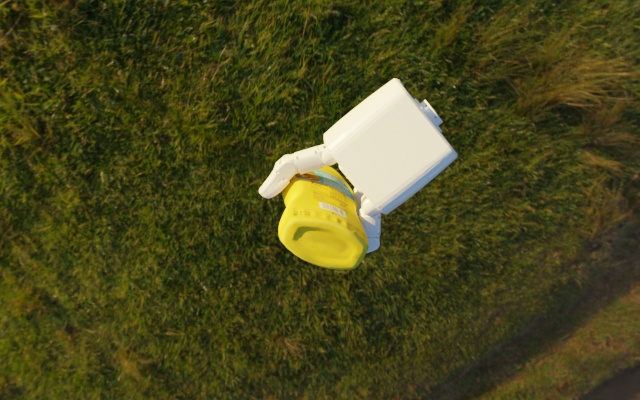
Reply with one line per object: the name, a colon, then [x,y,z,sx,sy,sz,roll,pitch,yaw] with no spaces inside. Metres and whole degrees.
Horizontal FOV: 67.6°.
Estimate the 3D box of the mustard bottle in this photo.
mustard bottle: [0.000,0.002,0.579,0.096,0.058,0.191,21,25,-13]
